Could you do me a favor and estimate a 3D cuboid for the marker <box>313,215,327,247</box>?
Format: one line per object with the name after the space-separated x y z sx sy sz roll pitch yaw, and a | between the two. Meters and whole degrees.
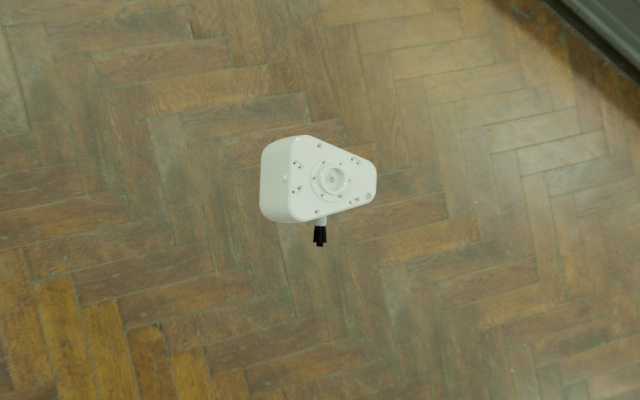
0.000 0.002 0.648 0.020 0.121 0.020 1 0 0 | marker
